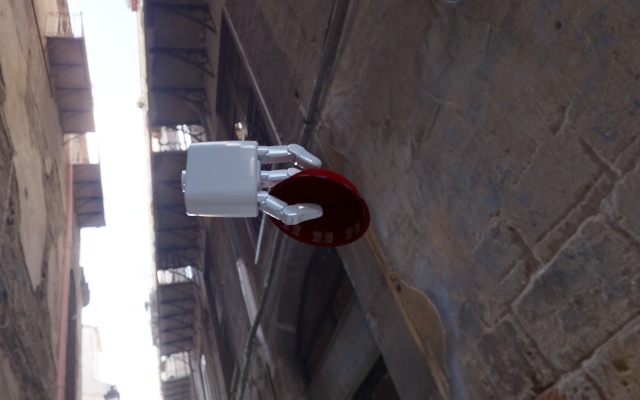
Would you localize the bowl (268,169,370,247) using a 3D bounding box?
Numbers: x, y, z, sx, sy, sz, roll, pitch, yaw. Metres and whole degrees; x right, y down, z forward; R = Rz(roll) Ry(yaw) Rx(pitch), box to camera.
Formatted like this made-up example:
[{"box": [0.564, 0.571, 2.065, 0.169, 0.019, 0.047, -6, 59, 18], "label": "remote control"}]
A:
[{"box": [0.001, 0.003, 0.745, 0.162, 0.055, 0.162, 8, -42, 7], "label": "bowl"}]
